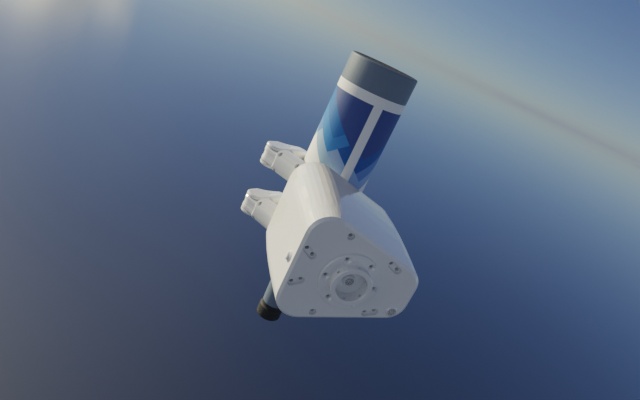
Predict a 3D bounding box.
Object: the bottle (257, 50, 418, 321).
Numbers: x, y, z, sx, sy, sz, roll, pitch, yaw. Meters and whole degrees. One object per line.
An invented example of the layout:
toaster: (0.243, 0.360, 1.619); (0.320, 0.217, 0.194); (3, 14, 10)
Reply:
bottle: (0.000, 0.001, 0.487); (0.069, 0.296, 0.069); (22, 20, -9)
